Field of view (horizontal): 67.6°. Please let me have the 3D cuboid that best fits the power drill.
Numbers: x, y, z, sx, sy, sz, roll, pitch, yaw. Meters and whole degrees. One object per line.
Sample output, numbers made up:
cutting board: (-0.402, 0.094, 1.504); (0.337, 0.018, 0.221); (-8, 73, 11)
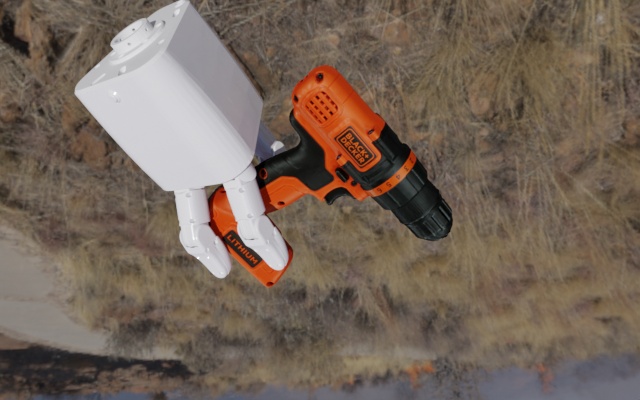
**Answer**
power drill: (0.000, 0.001, 0.432); (0.188, 0.184, 0.057); (-37, 15, 23)
